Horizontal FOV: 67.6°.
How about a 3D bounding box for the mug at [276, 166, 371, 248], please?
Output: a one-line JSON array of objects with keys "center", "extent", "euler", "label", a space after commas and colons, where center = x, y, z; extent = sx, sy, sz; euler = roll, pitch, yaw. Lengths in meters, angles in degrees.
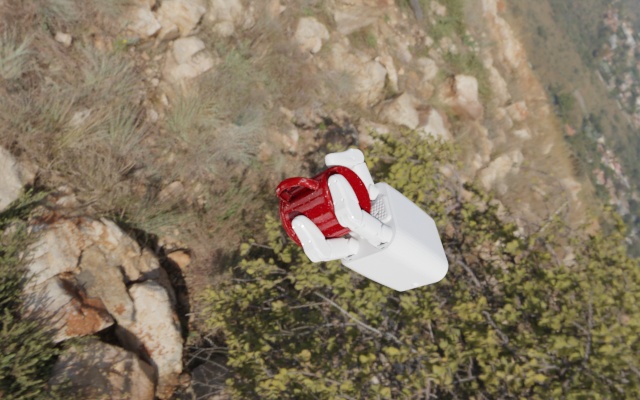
[{"center": [-0.001, 0.001, 0.591], "extent": [0.117, 0.093, 0.081], "euler": [31, -39, -31], "label": "mug"}]
